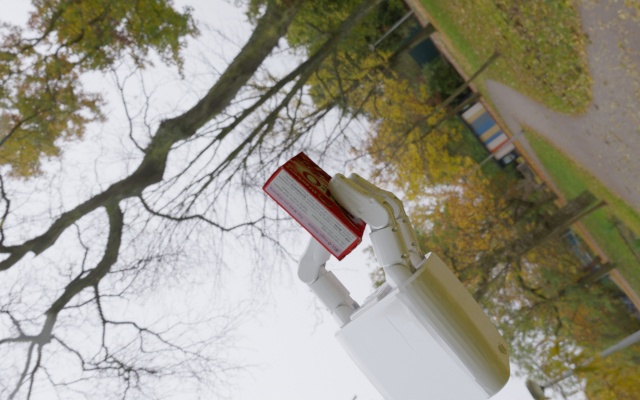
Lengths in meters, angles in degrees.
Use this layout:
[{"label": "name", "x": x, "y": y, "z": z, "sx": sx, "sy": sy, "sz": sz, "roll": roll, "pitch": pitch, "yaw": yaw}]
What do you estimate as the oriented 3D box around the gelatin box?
[{"label": "gelatin box", "x": 0.000, "y": 0.001, "z": 0.409, "sx": 0.089, "sy": 0.030, "sz": 0.073, "roll": 42, "pitch": 18, "yaw": -2}]
